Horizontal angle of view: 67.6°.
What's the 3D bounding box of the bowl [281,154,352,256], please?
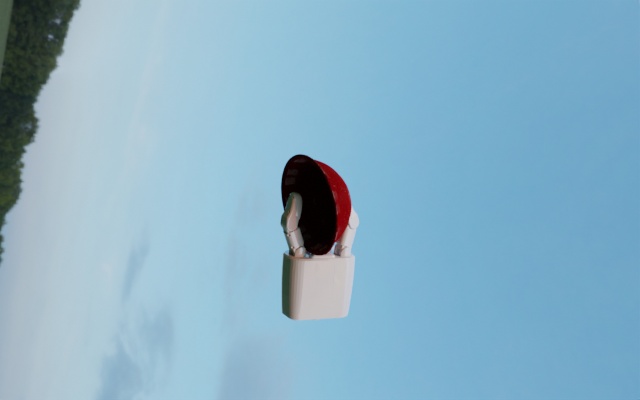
[{"bbox_3d":[0.001,0.001,0.753,0.055,0.162,0.162,-15,8,-31],"label":"bowl"}]
